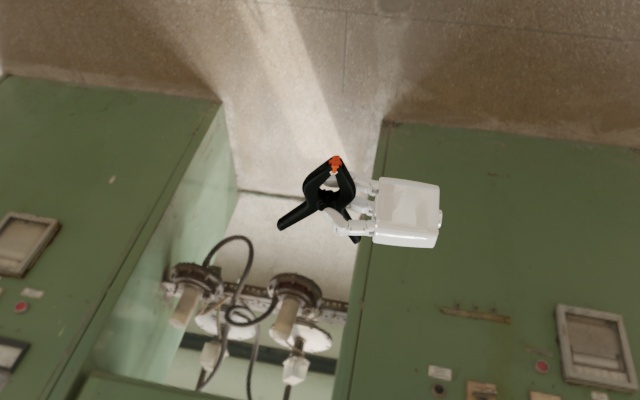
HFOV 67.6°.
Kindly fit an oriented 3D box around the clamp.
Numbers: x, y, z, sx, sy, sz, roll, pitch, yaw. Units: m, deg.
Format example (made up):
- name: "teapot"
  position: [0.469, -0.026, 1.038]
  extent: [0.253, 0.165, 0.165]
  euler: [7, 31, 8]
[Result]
- name: "clamp"
  position: [0.000, 0.003, 0.859]
  extent: [0.164, 0.036, 0.210]
  euler: [5, -42, 2]
